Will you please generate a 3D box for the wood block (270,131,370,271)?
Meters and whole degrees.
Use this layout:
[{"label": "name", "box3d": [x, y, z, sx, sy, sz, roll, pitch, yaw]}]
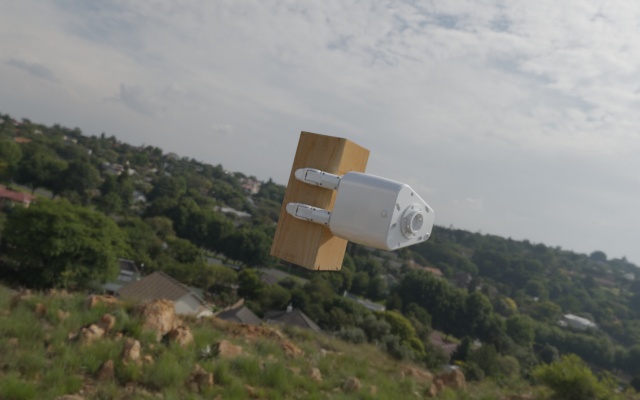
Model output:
[{"label": "wood block", "box3d": [0.001, 0.003, 0.781, 0.090, 0.206, 0.091, 15, 0, 33]}]
